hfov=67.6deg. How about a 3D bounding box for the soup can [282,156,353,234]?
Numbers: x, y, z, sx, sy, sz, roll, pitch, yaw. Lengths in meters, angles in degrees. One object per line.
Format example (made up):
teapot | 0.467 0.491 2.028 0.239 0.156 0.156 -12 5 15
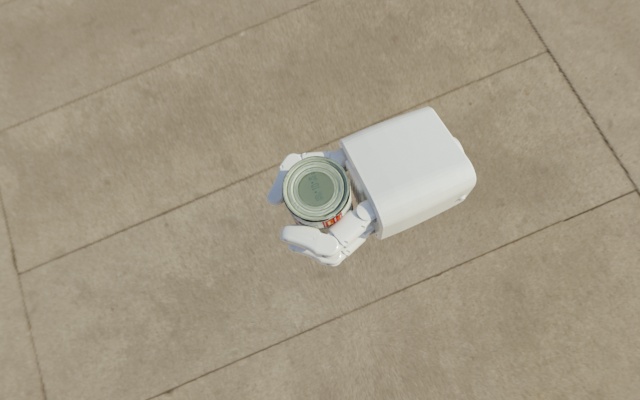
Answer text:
soup can | 0.000 0.002 0.501 0.068 0.068 0.102 0 -15 5
